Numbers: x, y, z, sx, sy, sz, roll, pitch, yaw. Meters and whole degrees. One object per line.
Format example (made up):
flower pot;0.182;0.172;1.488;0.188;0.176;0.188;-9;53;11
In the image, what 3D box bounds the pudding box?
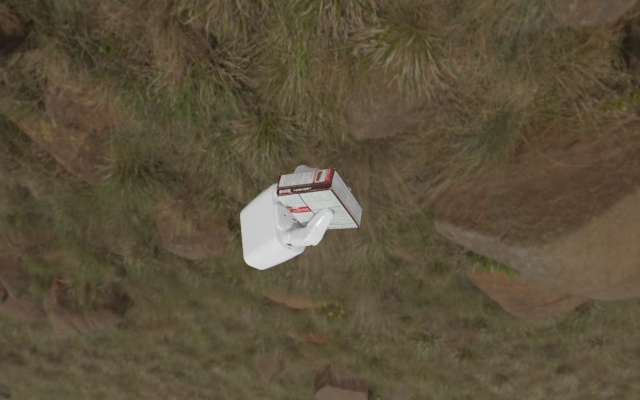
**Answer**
pudding box;0.000;0.002;0.696;0.090;0.039;0.113;-7;-33;24
